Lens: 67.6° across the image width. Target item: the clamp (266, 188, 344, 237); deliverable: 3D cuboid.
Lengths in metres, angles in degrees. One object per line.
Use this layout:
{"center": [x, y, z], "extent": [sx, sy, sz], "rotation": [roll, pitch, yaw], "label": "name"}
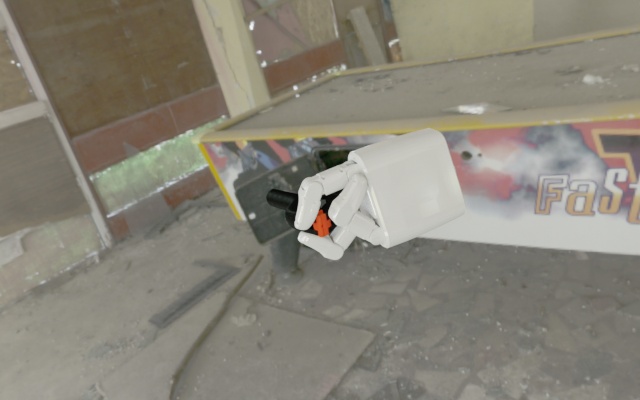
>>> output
{"center": [0.000, 0.002, 0.629], "extent": [0.120, 0.039, 0.171], "rotation": [-21, 22, -11], "label": "clamp"}
